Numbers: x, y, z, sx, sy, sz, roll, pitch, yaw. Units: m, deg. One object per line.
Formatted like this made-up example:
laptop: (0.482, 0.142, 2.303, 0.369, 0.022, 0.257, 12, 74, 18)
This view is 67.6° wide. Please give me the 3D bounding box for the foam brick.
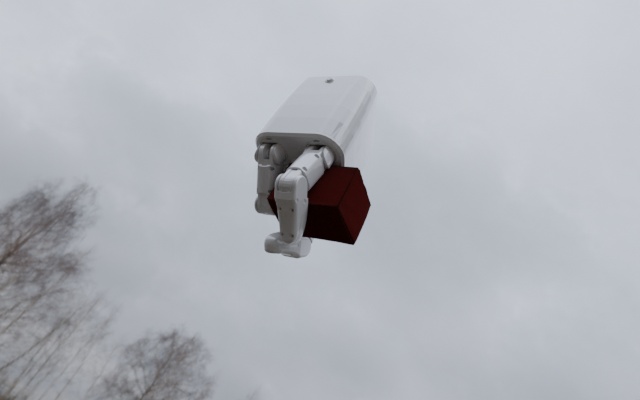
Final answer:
foam brick: (0.000, 0.002, 0.449, 0.078, 0.051, 0.053, 7, -41, 30)
